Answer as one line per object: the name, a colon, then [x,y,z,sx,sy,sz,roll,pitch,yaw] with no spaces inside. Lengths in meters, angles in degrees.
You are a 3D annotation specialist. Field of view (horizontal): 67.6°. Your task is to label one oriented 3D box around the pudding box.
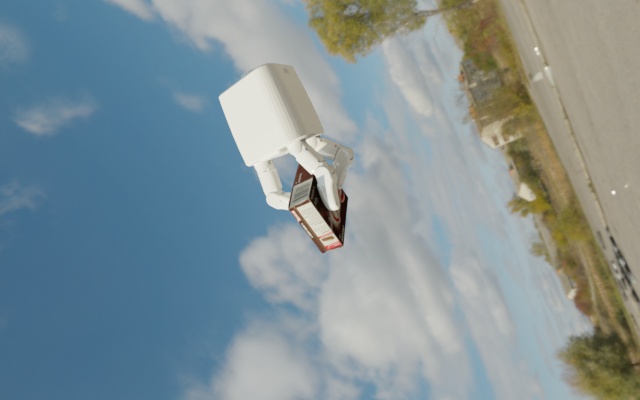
pudding box: [0.000,0.002,0.658,0.039,0.090,0.113,-22,31,25]
